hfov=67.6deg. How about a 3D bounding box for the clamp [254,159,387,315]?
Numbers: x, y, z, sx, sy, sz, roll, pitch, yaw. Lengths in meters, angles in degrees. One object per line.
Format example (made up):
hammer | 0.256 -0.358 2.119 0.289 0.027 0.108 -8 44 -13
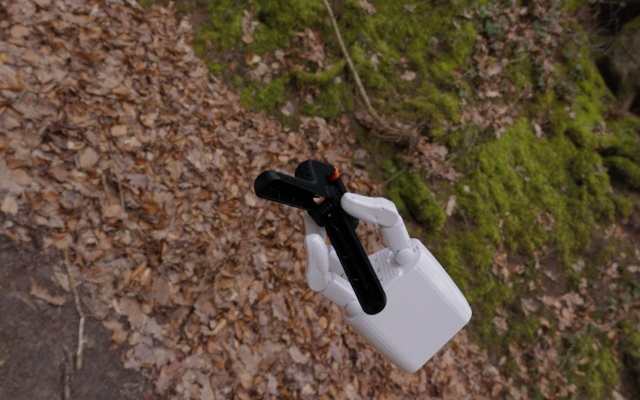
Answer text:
clamp | 0.001 0.001 0.490 0.036 0.165 0.210 -36 22 15
